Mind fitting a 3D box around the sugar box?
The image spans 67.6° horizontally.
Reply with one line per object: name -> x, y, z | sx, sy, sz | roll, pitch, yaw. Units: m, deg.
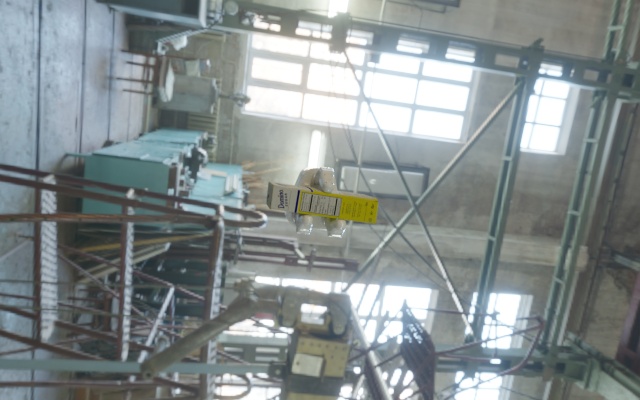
sugar box -> 0.000, 0.003, 0.799 | 0.176, 0.048, 0.093 | 6, 5, -10
